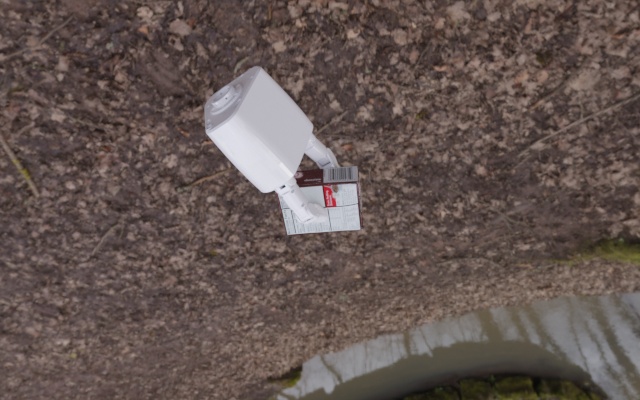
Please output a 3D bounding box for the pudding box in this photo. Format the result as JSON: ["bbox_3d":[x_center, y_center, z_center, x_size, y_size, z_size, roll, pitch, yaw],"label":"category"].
[{"bbox_3d":[0.000,0.002,0.657,0.113,0.090,0.039,-3,41,6],"label":"pudding box"}]
